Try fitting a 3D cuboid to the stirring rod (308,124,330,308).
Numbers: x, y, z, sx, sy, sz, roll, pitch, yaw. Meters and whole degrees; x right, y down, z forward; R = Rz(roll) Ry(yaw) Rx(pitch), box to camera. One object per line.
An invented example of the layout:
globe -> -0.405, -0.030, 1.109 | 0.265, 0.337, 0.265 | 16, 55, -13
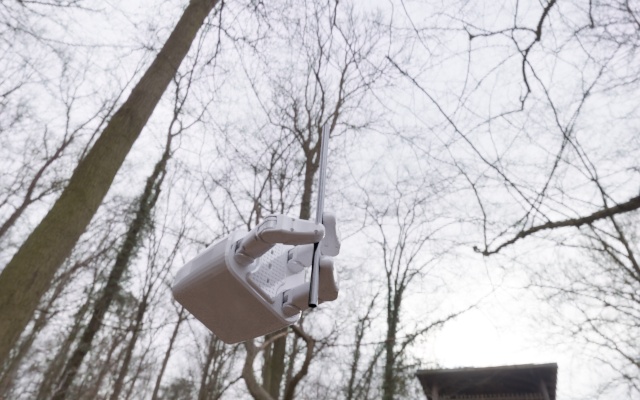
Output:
stirring rod -> 0.000, 0.002, 0.496 | 0.011, 0.239, 0.011 | 2, -41, 2
